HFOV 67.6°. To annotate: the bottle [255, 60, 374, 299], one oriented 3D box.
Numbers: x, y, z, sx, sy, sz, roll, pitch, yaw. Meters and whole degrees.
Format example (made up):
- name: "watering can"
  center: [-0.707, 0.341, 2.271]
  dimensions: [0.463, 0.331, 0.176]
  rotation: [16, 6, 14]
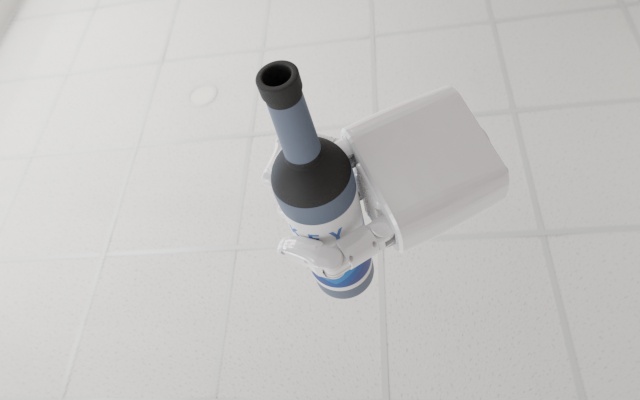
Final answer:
- name: "bottle"
  center: [0.000, 0.002, 0.412]
  dimensions: [0.069, 0.069, 0.296]
  rotation: [0, -32, 12]
